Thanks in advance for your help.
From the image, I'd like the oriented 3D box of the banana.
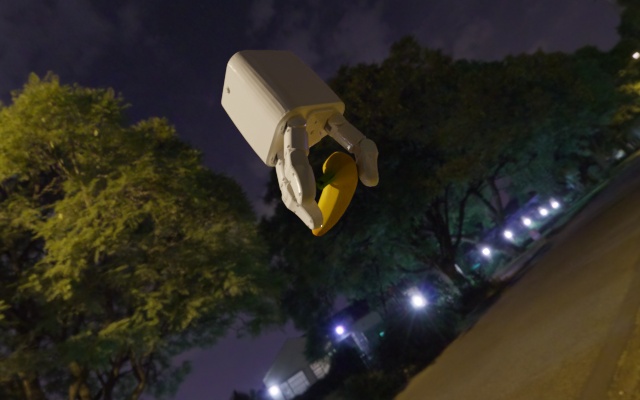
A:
[{"bbox_3d":[0.014,-0.011,0.579,0.069,0.037,0.198,-39,-16,-13],"label":"banana"}]
